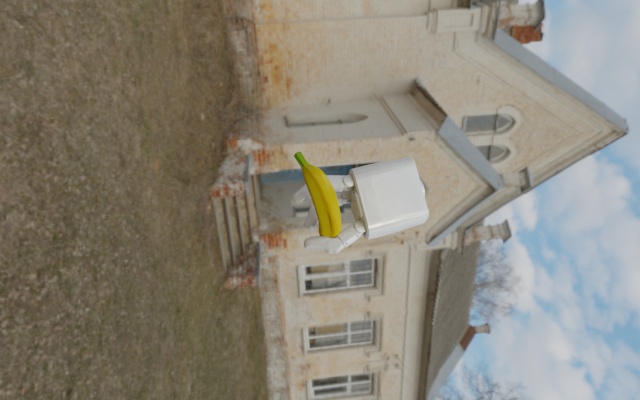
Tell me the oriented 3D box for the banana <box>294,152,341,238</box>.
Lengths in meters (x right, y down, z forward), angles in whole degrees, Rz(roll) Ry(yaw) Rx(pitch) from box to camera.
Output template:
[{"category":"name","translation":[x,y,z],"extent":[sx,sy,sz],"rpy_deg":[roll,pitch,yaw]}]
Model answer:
[{"category":"banana","translation":[0.006,0.012,0.735],"extent":[0.037,0.198,0.069],"rpy_deg":[-23,46,-8]}]
